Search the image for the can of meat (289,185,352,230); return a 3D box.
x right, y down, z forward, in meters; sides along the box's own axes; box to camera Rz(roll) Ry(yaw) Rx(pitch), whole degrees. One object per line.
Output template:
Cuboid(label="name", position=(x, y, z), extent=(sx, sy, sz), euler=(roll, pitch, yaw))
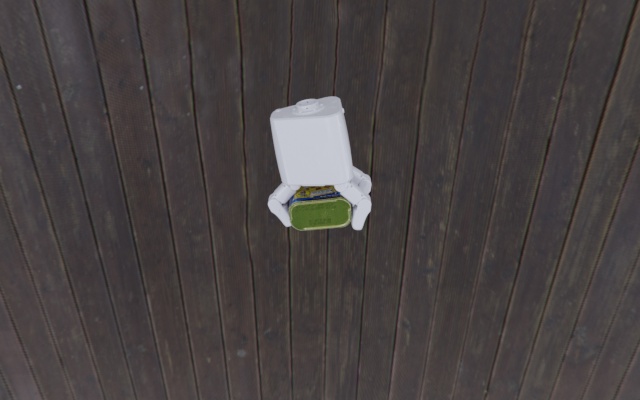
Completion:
Cuboid(label="can of meat", position=(0.000, 0.003, 0.763), extent=(0.102, 0.057, 0.084), euler=(-6, 29, 4))
